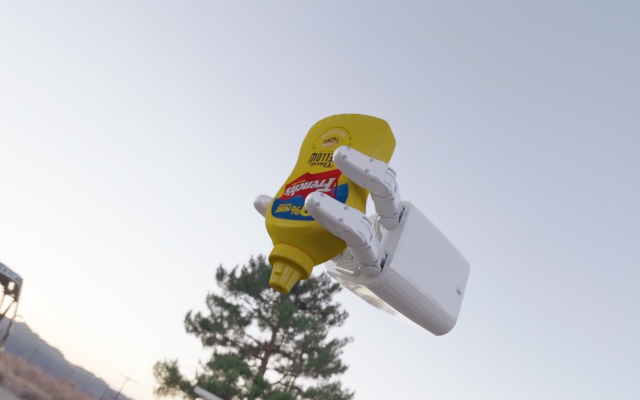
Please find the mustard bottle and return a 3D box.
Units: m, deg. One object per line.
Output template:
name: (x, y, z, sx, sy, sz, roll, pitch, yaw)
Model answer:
mustard bottle: (0.000, 0.001, 0.456, 0.096, 0.191, 0.058, 4, -36, 32)
